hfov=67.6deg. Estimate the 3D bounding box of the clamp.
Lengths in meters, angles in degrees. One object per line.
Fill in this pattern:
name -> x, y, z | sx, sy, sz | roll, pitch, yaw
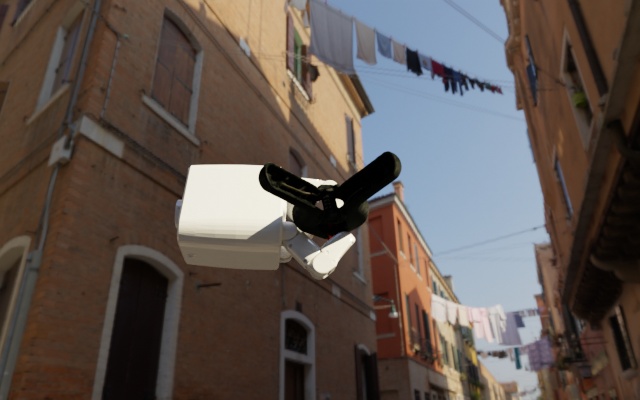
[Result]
clamp -> 0.000, 0.001, 0.464 | 0.120, 0.039, 0.171 | 3, -26, -6
